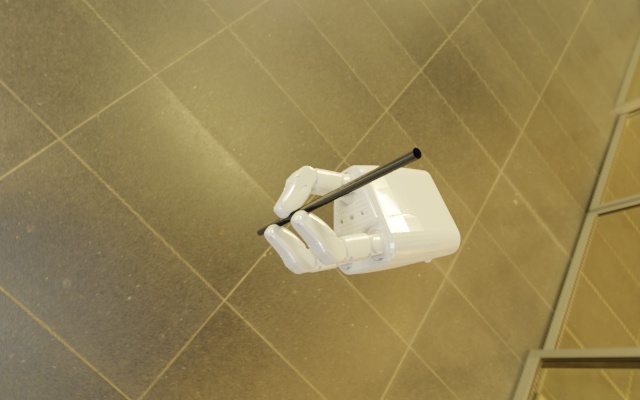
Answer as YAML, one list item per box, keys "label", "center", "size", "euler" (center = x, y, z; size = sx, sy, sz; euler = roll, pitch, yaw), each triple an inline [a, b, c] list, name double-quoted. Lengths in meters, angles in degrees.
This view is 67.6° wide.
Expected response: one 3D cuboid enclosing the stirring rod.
- label: "stirring rod"
  center: [0.000, 0.001, 0.414]
  size: [0.011, 0.011, 0.239]
  euler: [0, -16, -34]
